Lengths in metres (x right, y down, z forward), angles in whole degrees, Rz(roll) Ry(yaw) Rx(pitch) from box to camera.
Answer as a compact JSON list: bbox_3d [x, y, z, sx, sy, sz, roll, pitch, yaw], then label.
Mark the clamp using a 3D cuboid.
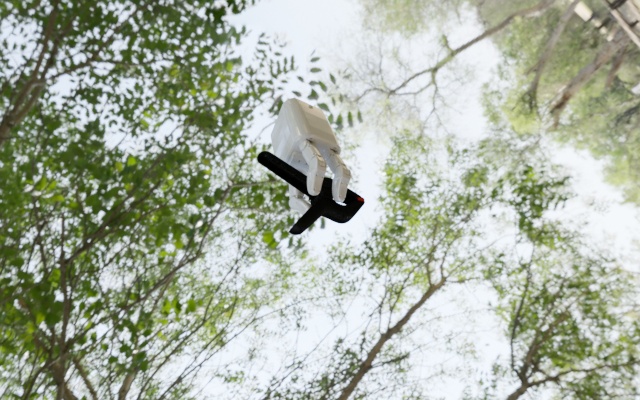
[{"bbox_3d":[0.000,0.003,0.796,0.210,0.164,0.036,15,-50,-38],"label":"clamp"}]
